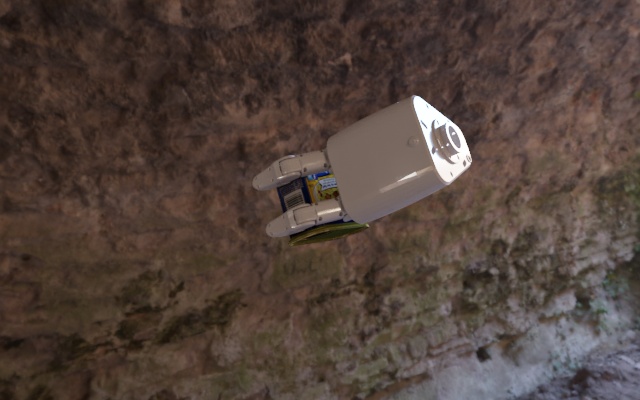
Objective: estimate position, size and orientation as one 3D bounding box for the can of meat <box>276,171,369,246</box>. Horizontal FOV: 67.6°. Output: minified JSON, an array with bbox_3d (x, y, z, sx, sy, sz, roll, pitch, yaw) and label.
[{"bbox_3d":[0.000,0.002,0.551,0.057,0.084,0.102,-26,-15,39],"label":"can of meat"}]
